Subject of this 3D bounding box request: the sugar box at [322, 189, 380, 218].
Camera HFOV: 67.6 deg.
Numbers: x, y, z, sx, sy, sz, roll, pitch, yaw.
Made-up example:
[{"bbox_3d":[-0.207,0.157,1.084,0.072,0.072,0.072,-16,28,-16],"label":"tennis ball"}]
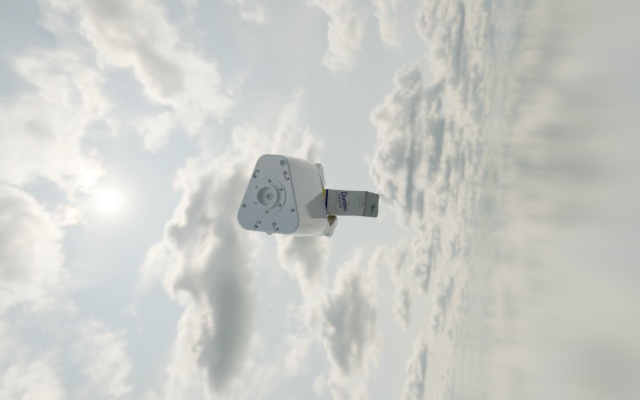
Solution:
[{"bbox_3d":[0.000,0.003,0.779,0.176,0.048,0.093,6,-1,20],"label":"sugar box"}]
